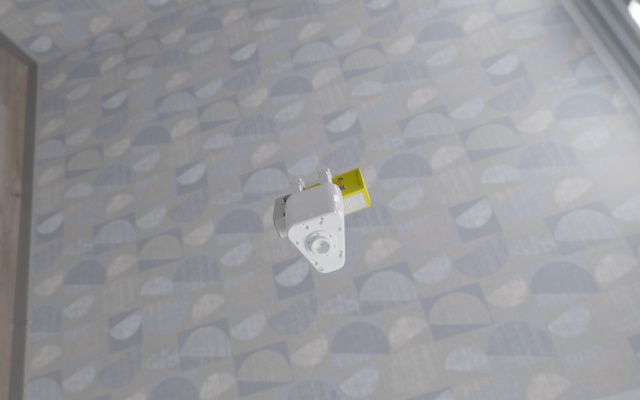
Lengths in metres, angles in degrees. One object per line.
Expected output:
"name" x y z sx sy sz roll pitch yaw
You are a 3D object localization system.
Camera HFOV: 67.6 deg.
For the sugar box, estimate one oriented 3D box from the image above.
"sugar box" 0.000 0.002 0.883 0.176 0.048 0.093 -18 26 7
